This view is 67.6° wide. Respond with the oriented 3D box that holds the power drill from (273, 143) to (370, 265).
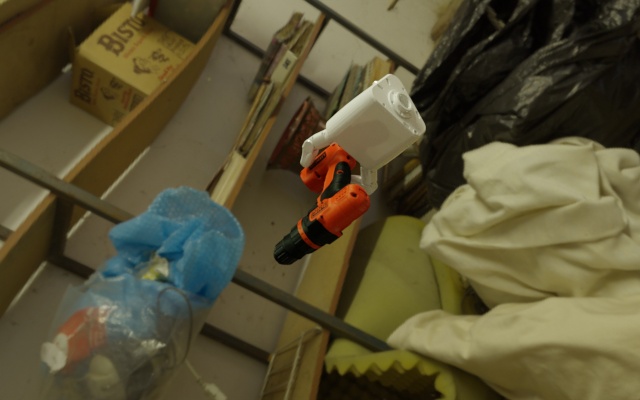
[{"bbox_3d":[0.000,0.002,0.771,0.184,0.187,0.057,-37,-62,25],"label":"power drill"}]
